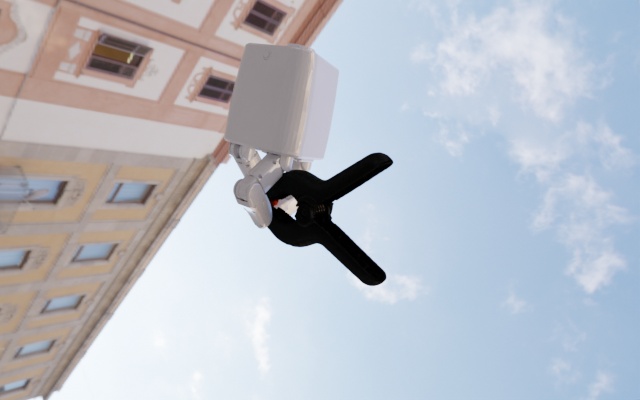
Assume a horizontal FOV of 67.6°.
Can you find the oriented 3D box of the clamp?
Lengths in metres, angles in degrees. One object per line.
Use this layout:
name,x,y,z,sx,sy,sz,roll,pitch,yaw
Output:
clamp,0.000,0.002,0.470,0.171,0.120,0.039,18,8,34
